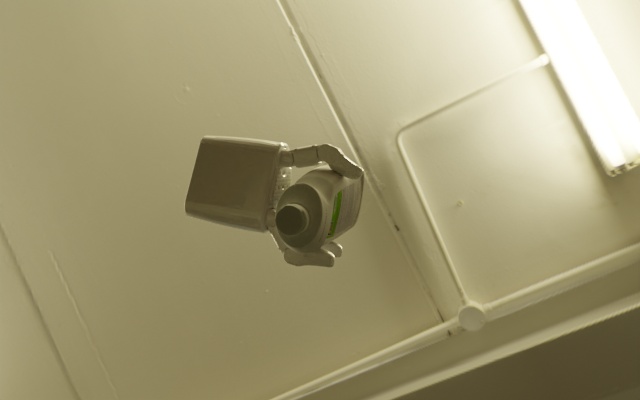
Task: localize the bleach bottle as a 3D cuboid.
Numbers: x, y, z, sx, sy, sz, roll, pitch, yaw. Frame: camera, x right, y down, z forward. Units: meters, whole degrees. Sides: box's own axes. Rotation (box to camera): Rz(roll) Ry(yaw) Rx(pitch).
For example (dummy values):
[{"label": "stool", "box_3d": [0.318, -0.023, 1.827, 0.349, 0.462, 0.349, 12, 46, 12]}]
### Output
[{"label": "bleach bottle", "box_3d": [0.000, 0.002, 0.573, 0.068, 0.102, 0.251, 7, 6, 13]}]
